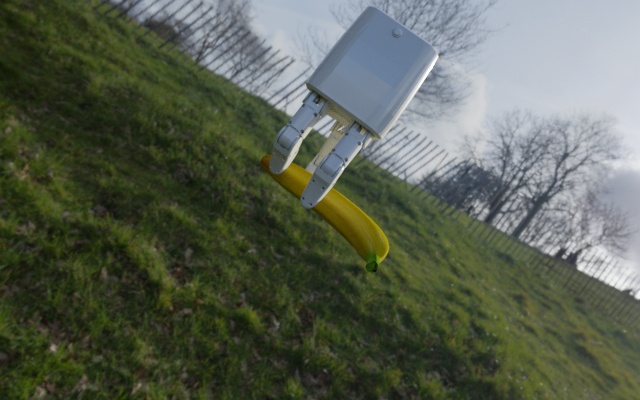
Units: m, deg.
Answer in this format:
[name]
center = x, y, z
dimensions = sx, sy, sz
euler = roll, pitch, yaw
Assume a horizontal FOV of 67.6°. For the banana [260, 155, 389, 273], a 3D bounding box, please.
[banana]
center = 0.011, 0.008, 0.528
dimensions = 0.197, 0.037, 0.070
euler = 41, 8, 32
